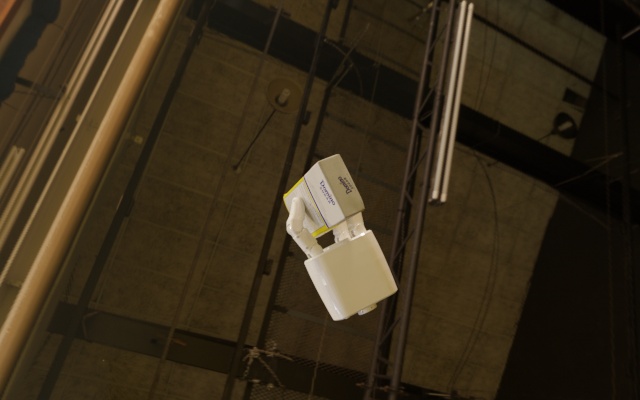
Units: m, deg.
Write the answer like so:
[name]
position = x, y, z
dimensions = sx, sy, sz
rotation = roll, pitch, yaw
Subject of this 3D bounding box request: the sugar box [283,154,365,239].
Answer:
[sugar box]
position = 0.001, 0.002, 0.760
dimensions = 0.048, 0.093, 0.176
rotation = -23, -6, -29
